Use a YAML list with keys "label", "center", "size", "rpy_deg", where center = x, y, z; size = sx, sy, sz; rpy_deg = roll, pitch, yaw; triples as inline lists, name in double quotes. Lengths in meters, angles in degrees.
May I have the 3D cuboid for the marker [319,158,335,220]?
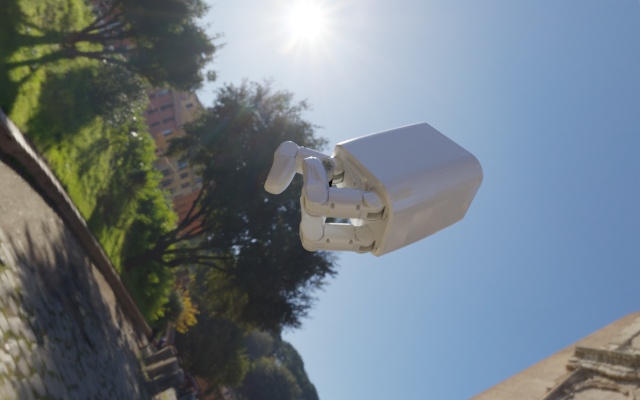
- label: "marker"
  center: [0.000, 0.002, 0.500]
  size: [0.020, 0.020, 0.121]
  rpy_deg: [0, -36, -5]
